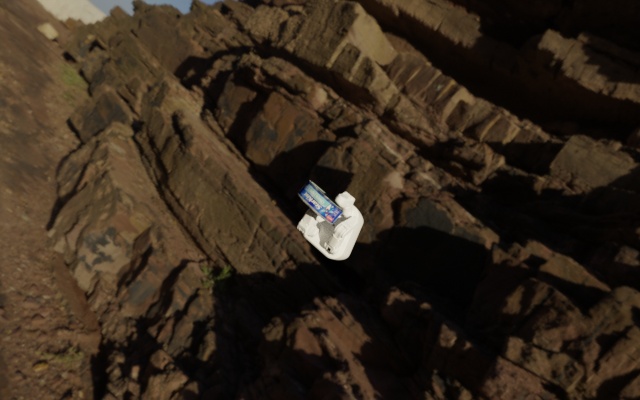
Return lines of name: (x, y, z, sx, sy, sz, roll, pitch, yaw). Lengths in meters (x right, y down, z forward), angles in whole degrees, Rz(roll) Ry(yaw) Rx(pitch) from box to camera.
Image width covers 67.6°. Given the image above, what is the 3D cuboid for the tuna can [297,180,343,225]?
tuna can: (0.001, 0.002, 0.860, 0.086, 0.034, 0.086, 42, 4, -4)
